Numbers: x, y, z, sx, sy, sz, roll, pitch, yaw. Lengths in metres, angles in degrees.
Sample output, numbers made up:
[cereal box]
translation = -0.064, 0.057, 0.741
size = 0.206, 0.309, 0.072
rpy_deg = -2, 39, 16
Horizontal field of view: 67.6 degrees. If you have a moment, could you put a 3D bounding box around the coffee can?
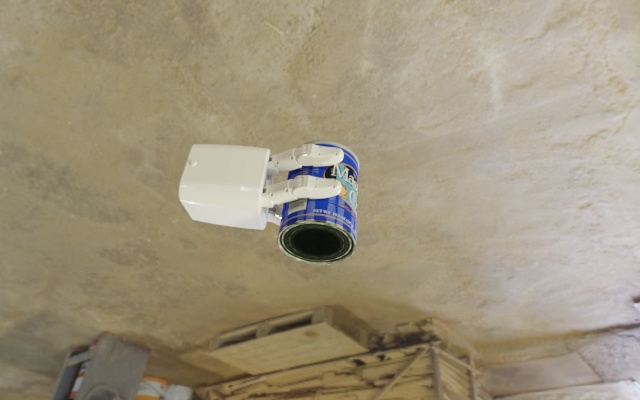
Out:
[coffee can]
translation = 0.000, 0.002, 0.657
size = 0.103, 0.140, 0.103
rpy_deg = 3, -38, 3
